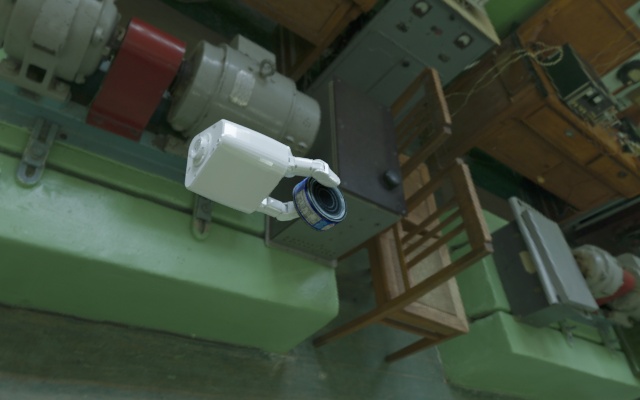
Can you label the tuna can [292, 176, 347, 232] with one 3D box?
[{"bbox_3d":[0.001,0.002,0.729,0.034,0.086,0.086,-34,-21,35],"label":"tuna can"}]
